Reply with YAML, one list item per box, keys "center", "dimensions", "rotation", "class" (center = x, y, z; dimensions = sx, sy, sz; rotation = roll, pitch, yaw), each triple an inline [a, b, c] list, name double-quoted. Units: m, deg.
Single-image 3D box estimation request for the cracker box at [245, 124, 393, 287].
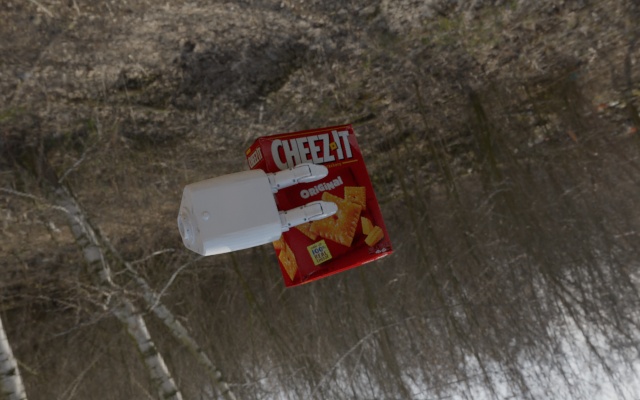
- center: [0.000, 0.003, 0.713]
  dimensions: [0.164, 0.213, 0.072]
  rotation: [-13, -8, -30]
  class: "cracker box"
